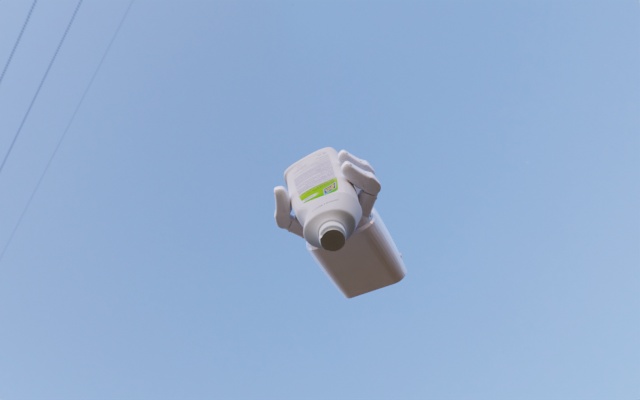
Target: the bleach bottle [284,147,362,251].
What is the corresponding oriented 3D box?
[{"bbox_3d":[0.000,0.002,0.651,0.102,0.068,0.250,-30,21,9],"label":"bleach bottle"}]
